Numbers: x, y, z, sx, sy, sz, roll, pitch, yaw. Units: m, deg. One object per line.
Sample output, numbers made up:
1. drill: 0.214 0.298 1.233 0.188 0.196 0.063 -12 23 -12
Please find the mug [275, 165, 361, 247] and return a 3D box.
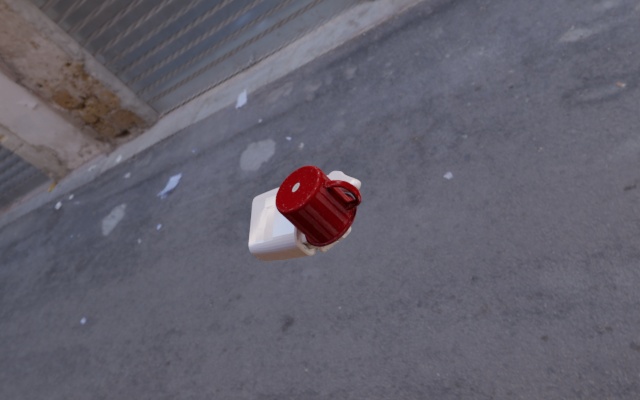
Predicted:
1. mug: 0.001 0.002 0.663 0.117 0.093 0.081 -17 -45 34
